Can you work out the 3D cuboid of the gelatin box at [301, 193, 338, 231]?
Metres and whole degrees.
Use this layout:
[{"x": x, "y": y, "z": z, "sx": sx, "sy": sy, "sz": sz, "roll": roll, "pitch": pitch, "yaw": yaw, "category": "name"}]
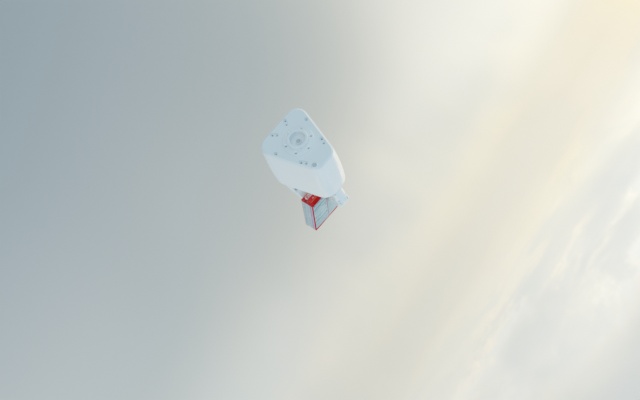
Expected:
[{"x": 0.001, "y": 0.003, "z": 0.885, "sx": 0.030, "sy": 0.073, "sz": 0.089, "roll": 31, "pitch": -25, "yaw": 23, "category": "gelatin box"}]
